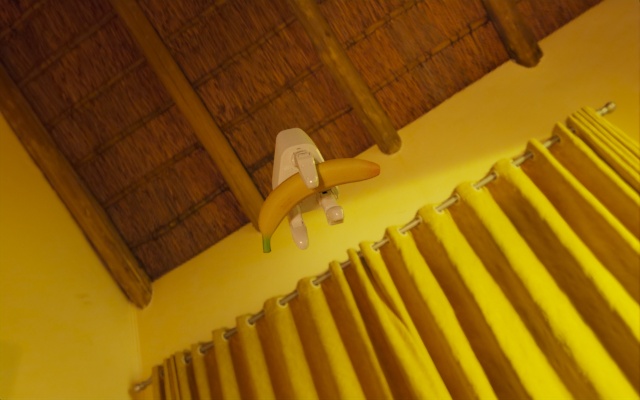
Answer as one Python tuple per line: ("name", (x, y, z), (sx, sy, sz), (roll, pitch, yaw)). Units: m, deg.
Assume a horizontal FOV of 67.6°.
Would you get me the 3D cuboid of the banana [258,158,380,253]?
("banana", (-0.014, -0.011, 0.659), (0.198, 0.069, 0.037), (-36, 2, 0))
